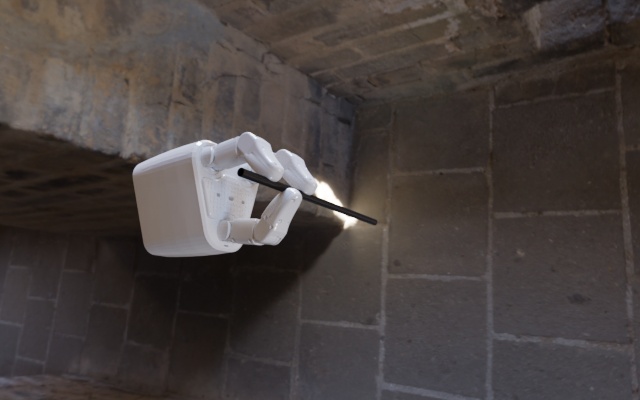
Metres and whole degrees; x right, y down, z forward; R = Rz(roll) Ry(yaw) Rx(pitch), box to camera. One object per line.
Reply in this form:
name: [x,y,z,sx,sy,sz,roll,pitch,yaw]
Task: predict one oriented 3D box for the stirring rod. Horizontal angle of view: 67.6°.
stirring rod: [0.000,0.002,0.498,0.011,0.011,0.239,0,-12,35]
